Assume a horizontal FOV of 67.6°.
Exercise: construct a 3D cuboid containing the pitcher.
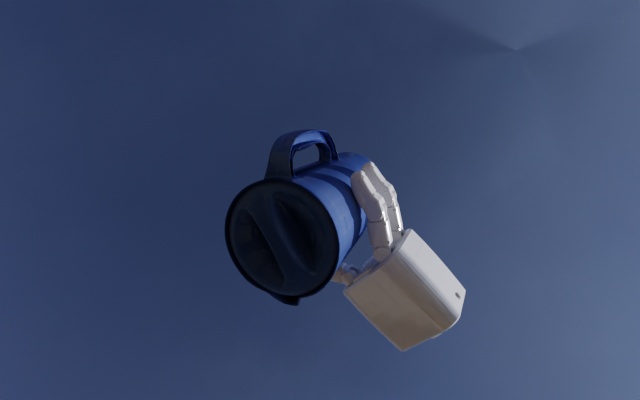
[{"bbox_3d":[0.000,0.002,0.592,0.149,0.145,0.242,-47,-5,27],"label":"pitcher"}]
